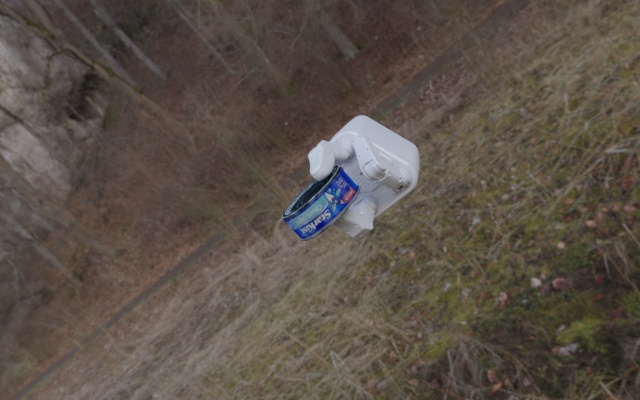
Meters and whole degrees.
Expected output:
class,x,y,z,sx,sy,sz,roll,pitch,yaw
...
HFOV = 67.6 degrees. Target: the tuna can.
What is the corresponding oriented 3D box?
class,x,y,z,sx,sy,sz,roll,pitch,yaw
tuna can,0.000,0.001,0.510,0.086,0.034,0.086,-41,11,10
